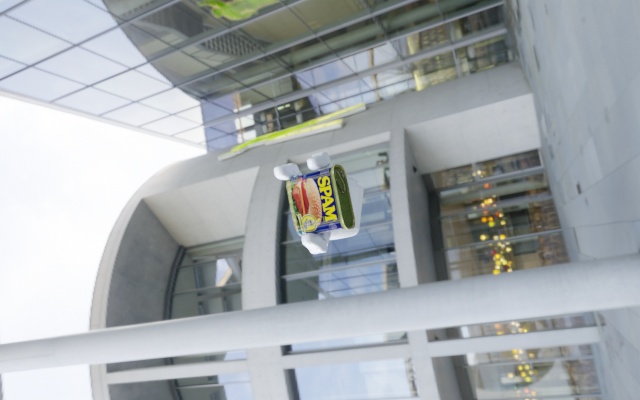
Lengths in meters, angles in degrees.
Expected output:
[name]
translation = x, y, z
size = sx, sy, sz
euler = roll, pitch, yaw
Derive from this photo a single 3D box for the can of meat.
[can of meat]
translation = 0.000, 0.003, 0.751
size = 0.084, 0.102, 0.057
euler = -13, -5, 22
